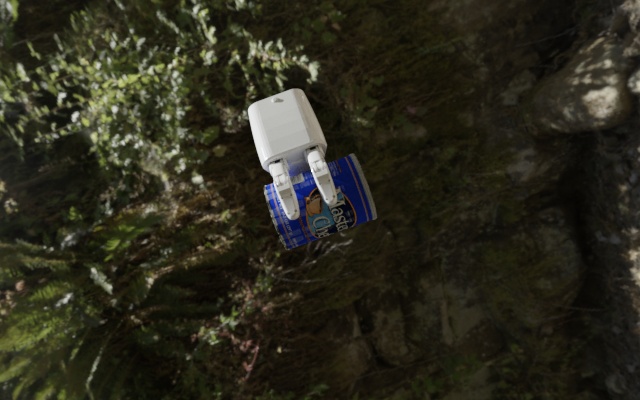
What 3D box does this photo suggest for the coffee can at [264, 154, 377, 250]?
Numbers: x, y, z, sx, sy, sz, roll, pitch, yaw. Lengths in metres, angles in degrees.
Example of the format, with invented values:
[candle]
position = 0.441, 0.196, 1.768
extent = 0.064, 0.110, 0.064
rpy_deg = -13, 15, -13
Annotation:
[coffee can]
position = 0.000, 0.002, 0.706
extent = 0.140, 0.103, 0.103
rpy_deg = -20, 0, 1
